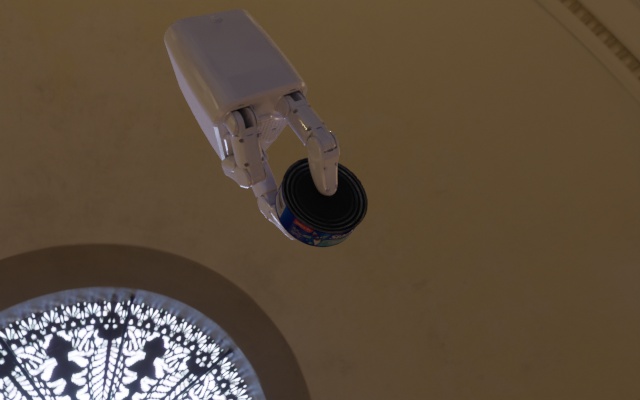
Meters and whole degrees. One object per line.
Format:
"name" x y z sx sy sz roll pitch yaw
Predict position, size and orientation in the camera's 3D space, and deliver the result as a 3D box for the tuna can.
"tuna can" 0.000 0.002 0.463 0.086 0.086 0.034 0 -33 -23
